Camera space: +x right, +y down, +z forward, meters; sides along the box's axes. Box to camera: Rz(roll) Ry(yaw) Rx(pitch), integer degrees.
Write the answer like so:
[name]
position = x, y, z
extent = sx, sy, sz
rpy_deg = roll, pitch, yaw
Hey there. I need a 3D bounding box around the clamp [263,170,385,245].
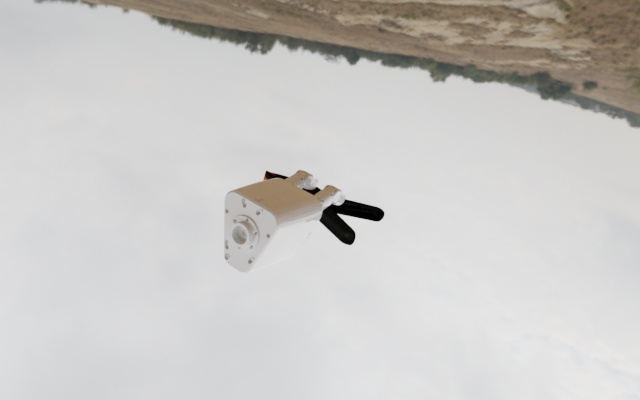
[clamp]
position = -0.001, 0.003, 0.790
extent = 0.210, 0.036, 0.164
rpy_deg = 27, 20, 23
